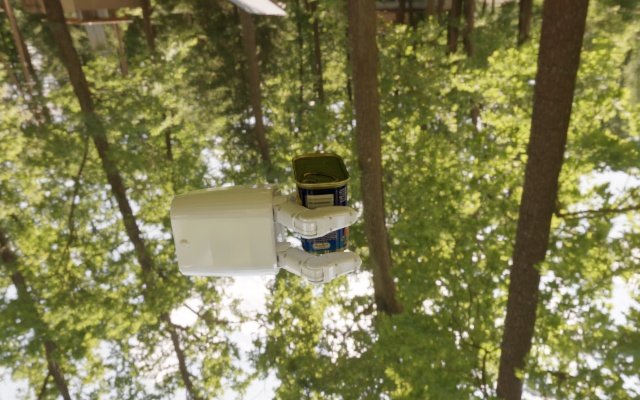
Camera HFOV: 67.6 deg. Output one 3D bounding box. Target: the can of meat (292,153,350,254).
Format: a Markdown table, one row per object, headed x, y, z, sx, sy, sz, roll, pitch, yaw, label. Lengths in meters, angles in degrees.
| x | y | z | sx | sy | sz | roll | pitch | yaw | label |
| --- | --- | --- | --- | --- | --- | --- | --- | --- | --- |
| 0.000 | 0.002 | 0.534 | 0.057 | 0.084 | 0.102 | -4 | 23 | -5 | can of meat |
